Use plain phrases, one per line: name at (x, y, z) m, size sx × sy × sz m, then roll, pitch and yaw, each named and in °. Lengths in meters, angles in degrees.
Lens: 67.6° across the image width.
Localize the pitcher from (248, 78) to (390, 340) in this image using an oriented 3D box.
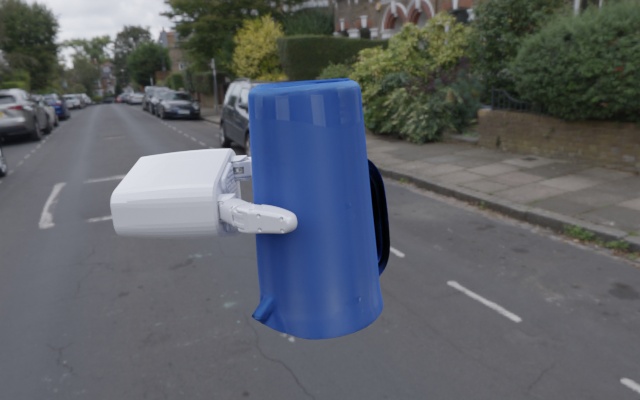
pitcher at (0.000, 0.002, 0.491) m, size 0.145 × 0.243 × 0.149 m, roll -2°, pitch 15°, yaw 6°
